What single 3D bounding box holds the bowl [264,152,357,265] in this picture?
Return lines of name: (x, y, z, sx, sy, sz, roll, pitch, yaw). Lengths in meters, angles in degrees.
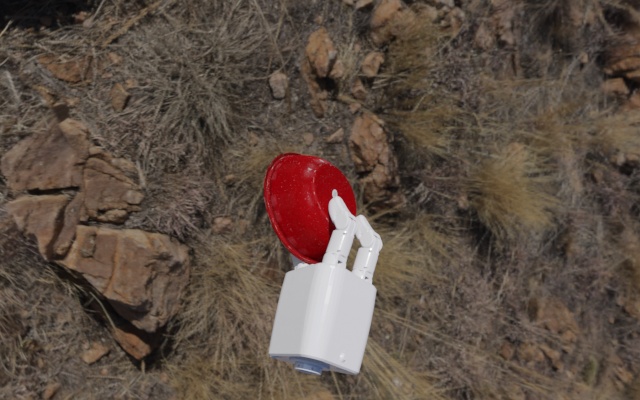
bowl: (0.000, 0.001, 0.642, 0.055, 0.162, 0.162, -22, -13, 35)
